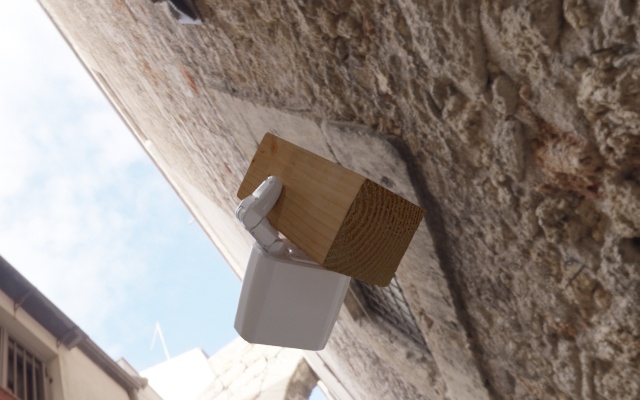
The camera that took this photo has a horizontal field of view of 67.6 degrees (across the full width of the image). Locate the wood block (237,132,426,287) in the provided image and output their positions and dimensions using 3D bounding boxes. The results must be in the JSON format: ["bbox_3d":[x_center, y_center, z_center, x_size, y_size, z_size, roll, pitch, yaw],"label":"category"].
[{"bbox_3d":[0.000,0.002,0.522,0.091,0.090,0.206,24,4,-37],"label":"wood block"}]
